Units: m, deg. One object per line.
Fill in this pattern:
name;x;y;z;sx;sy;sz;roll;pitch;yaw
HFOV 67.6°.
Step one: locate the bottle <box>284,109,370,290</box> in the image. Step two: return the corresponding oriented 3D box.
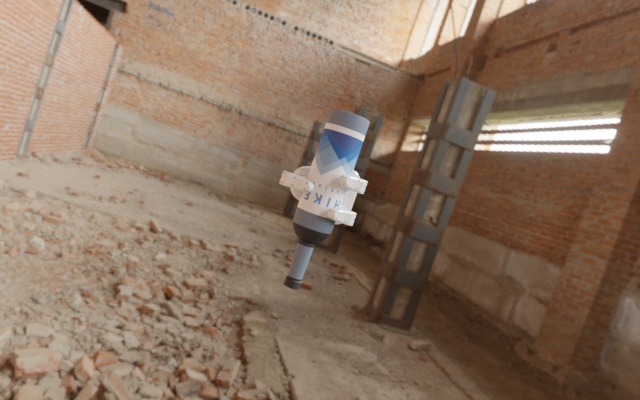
bottle;0.000;0.002;0.775;0.069;0.296;0.069;19;3;-1
